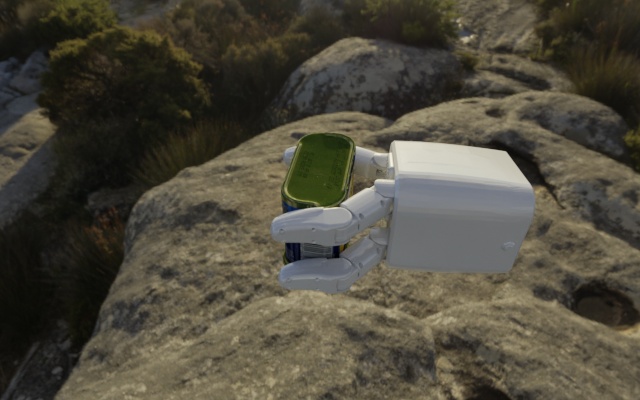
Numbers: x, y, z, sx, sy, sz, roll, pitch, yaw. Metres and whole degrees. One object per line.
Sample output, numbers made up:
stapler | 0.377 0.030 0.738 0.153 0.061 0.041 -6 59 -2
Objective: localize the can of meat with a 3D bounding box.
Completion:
can of meat | 0.000 0.001 0.418 0.057 0.084 0.102 7 43 7
